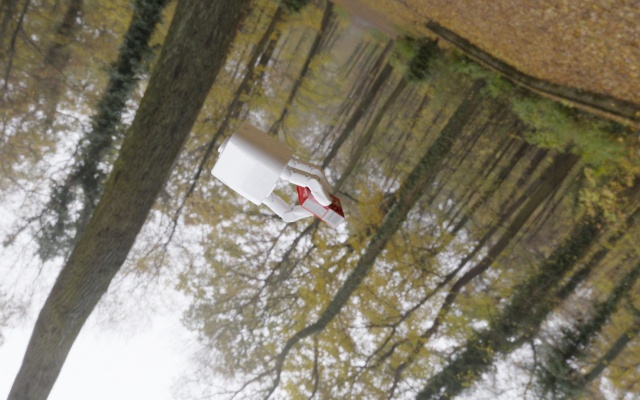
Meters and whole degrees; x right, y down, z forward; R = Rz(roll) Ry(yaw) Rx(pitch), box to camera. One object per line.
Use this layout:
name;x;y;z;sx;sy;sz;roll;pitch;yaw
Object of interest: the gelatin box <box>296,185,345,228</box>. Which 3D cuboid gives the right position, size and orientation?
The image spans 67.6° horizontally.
gelatin box;0.000;0.003;0.885;0.089;0.030;0.073;33;20;-22
